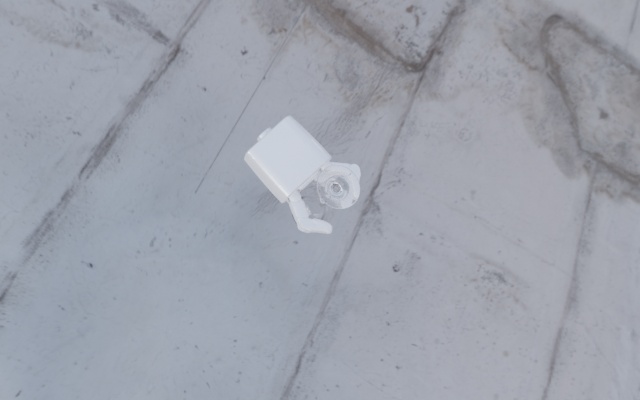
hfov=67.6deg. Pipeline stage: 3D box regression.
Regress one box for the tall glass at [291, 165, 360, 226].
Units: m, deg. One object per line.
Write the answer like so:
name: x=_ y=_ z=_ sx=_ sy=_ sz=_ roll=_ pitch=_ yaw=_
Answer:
tall glass: x=0.000 y=0.003 z=0.857 sx=0.079 sy=0.079 sz=0.201 roll=0 pitch=-15 yaw=-17
